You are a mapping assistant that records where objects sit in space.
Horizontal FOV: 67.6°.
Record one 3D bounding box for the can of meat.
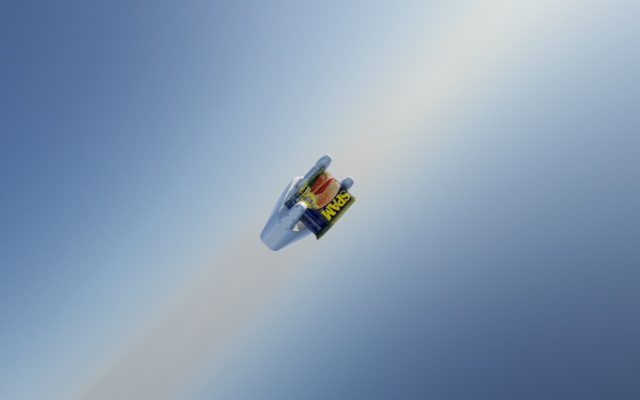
[{"bbox_3d":[0.000,0.002,0.822,0.102,0.084,0.057,-46,0,-35],"label":"can of meat"}]
